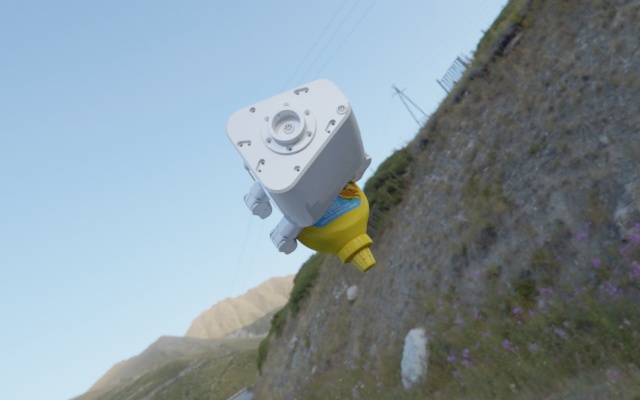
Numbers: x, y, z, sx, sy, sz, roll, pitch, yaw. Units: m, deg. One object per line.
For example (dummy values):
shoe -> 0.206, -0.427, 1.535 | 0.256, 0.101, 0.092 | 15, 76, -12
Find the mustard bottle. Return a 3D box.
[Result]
mustard bottle -> 0.000, 0.002, 0.557 | 0.096, 0.191, 0.058 | -28, -21, -24
